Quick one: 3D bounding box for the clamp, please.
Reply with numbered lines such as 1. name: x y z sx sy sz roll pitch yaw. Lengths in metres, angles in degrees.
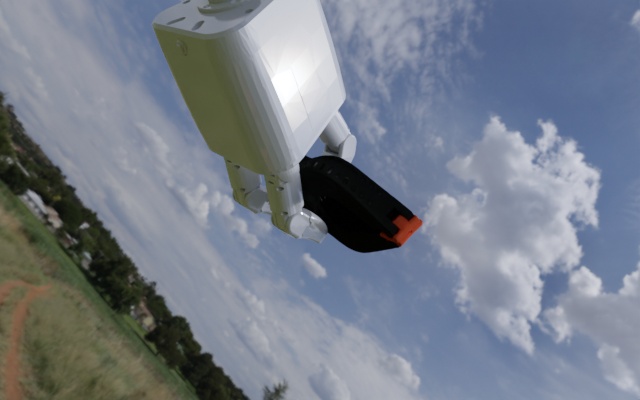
1. clamp: 0.001 0.001 0.428 0.210 0.165 0.036 27 60 40
